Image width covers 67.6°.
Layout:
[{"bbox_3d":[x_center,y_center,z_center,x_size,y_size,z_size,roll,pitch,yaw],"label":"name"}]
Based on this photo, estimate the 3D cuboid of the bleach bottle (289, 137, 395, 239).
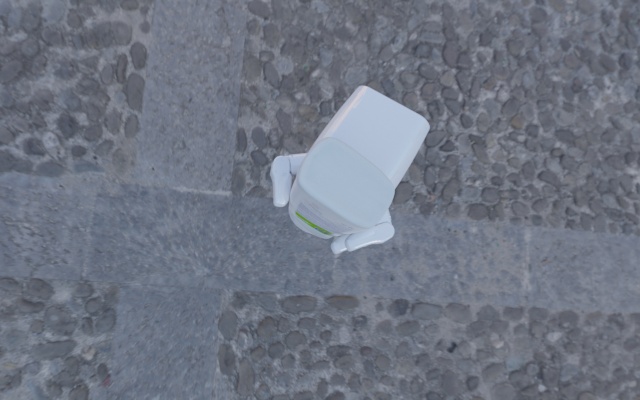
[{"bbox_3d":[0.000,0.002,0.589,0.102,0.068,0.251,36,-15,-6],"label":"bleach bottle"}]
